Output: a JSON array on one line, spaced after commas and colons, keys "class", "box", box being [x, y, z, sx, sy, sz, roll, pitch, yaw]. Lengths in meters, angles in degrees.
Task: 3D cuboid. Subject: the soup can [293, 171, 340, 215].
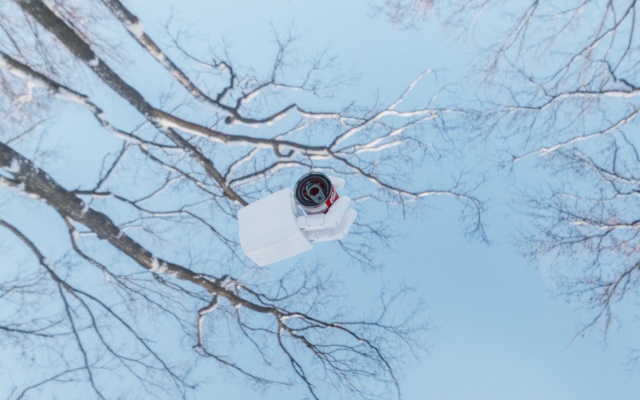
[{"class": "soup can", "box": [0.001, 0.003, 0.844, 0.068, 0.068, 0.102, 0, -26, 18]}]
